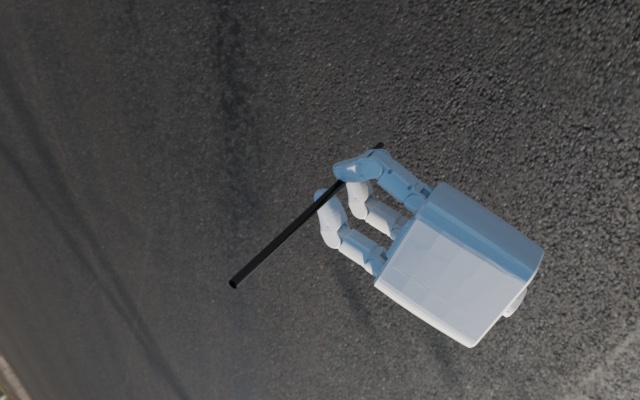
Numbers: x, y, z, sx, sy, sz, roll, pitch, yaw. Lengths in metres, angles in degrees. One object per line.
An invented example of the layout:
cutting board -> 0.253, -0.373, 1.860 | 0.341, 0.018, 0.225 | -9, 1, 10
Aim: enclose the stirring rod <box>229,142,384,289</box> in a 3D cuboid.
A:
stirring rod -> 0.000, 0.001, 0.435 | 0.011, 0.011, 0.239 | 0, 30, 39
